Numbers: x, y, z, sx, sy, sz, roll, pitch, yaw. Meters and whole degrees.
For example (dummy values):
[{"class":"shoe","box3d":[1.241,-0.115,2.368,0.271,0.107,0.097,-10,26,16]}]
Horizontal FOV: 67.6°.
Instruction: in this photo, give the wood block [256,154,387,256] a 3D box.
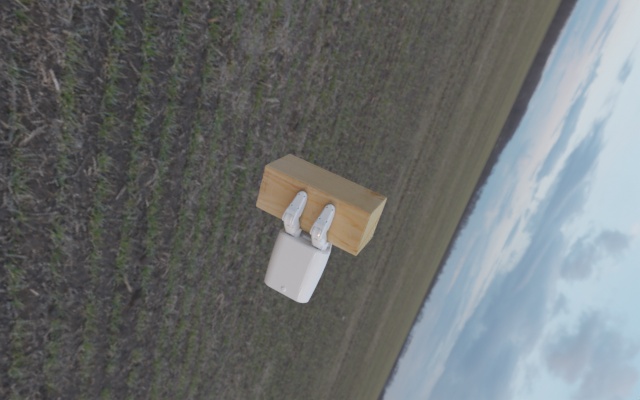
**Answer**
[{"class":"wood block","box3d":[0.000,0.003,0.861,0.206,0.090,0.090,25,27,16]}]
